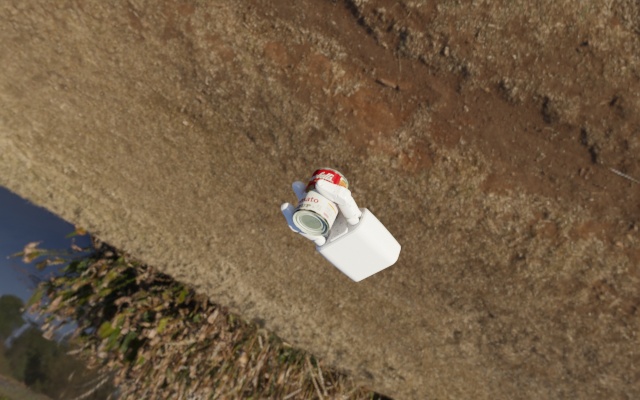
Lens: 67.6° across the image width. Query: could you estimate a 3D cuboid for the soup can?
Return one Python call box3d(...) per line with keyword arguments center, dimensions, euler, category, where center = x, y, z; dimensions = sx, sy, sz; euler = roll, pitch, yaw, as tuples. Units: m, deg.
box3d(center=(0.000, 0.003, 0.824), dimensions=(0.068, 0.102, 0.069), euler=(15, -38, 13), category="soup can")
